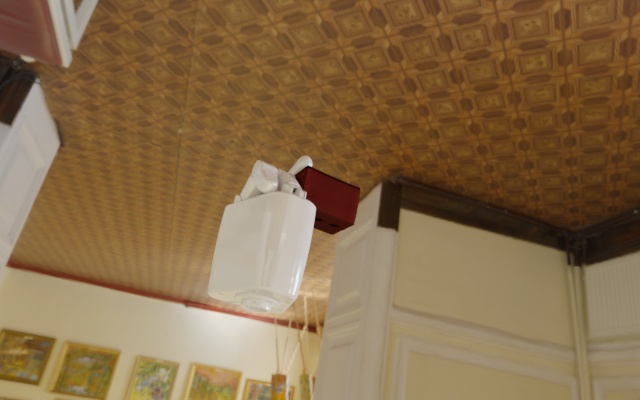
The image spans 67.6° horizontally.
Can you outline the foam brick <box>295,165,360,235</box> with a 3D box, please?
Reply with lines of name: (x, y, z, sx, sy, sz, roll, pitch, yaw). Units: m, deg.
foam brick: (0.000, 0.002, 0.578, 0.078, 0.051, 0.053, 22, -29, -24)
